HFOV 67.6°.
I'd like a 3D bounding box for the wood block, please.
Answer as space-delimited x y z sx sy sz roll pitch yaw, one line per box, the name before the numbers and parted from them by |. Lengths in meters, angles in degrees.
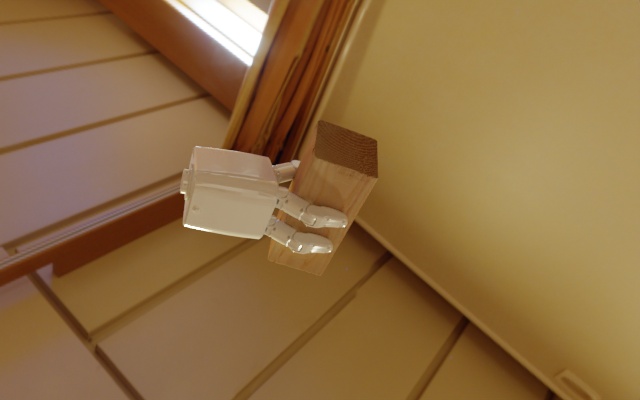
wood block | 0.000 0.002 0.687 0.090 0.206 0.090 18 40 -11
